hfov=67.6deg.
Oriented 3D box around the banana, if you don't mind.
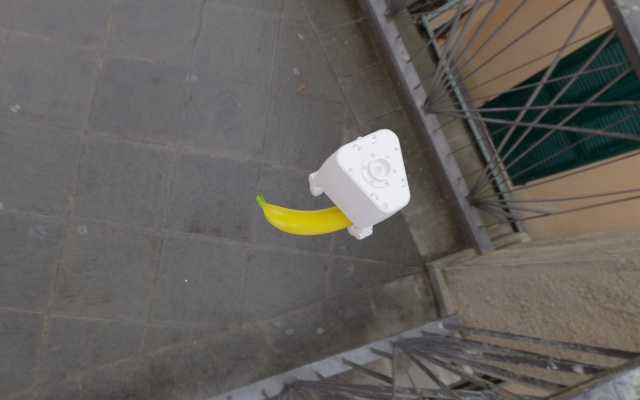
[{"bbox_3d":[-0.002,0.021,0.762,0.198,0.069,0.037,0,-15,-11],"label":"banana"}]
